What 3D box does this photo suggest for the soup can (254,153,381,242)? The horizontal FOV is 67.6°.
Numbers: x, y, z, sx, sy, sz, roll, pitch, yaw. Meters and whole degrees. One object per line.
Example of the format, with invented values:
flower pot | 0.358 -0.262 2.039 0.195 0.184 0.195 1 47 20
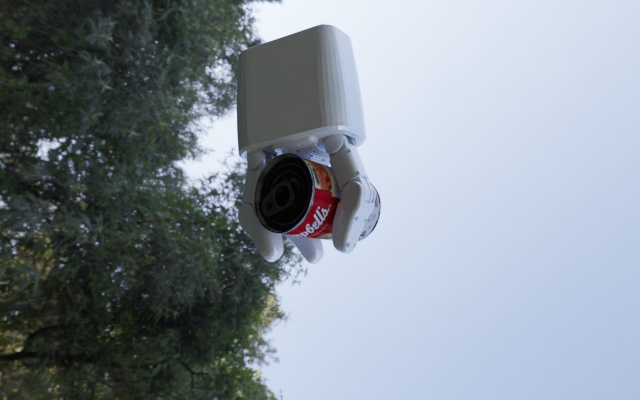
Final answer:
soup can | 0.000 0.002 0.433 0.068 0.068 0.102 0 -9 40
